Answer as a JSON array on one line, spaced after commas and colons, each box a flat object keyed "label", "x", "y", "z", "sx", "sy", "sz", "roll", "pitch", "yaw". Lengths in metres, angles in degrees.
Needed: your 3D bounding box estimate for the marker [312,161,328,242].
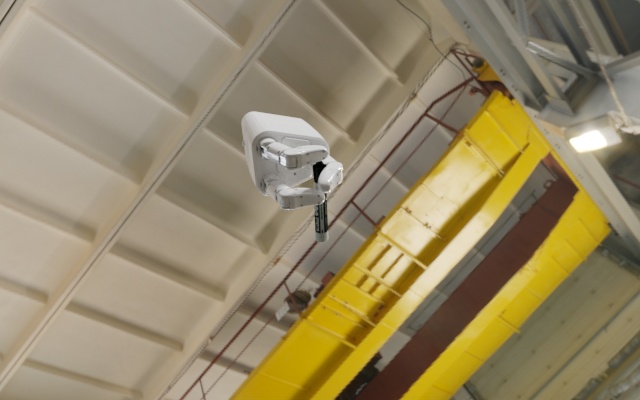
[{"label": "marker", "x": 0.000, "y": 0.002, "z": 0.653, "sx": 0.020, "sy": 0.121, "sz": 0.020, "roll": -2, "pitch": 29, "yaw": 1}]
